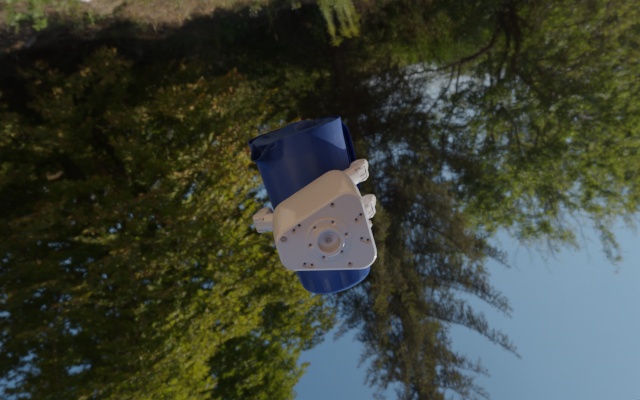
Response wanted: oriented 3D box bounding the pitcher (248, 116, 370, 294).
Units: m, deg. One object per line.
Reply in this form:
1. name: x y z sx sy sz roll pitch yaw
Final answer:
1. pitcher: 0.000 0.002 0.699 0.149 0.243 0.145 -16 15 -2
